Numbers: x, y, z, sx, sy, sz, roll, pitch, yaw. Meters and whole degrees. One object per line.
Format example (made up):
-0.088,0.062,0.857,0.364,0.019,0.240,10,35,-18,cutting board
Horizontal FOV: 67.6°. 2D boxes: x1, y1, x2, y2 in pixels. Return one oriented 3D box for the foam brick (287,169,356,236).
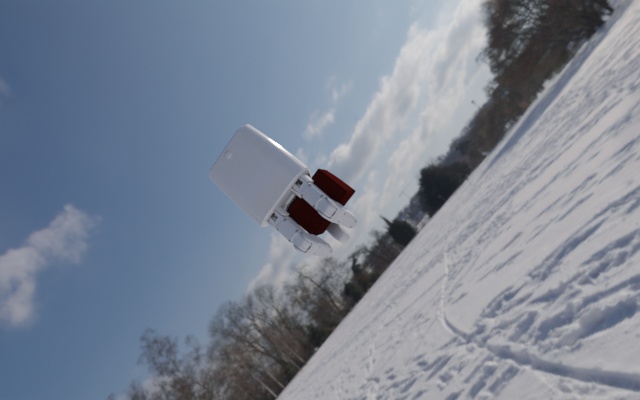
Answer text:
0.000,0.002,0.643,0.051,0.078,0.053,39,10,11,foam brick
